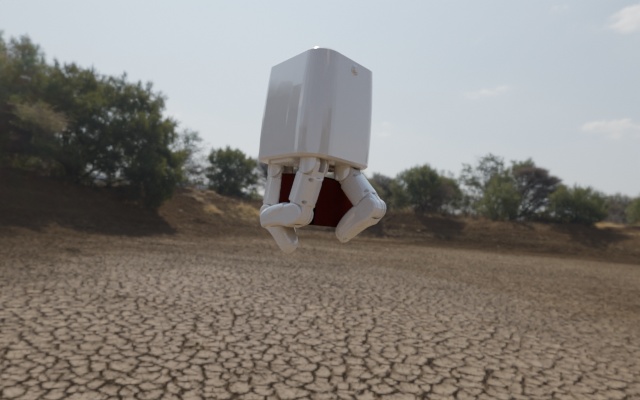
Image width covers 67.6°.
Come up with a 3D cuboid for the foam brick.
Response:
[{"bbox_3d":[0.000,0.002,0.515,0.053,0.051,0.078,4,-3,39],"label":"foam brick"}]
